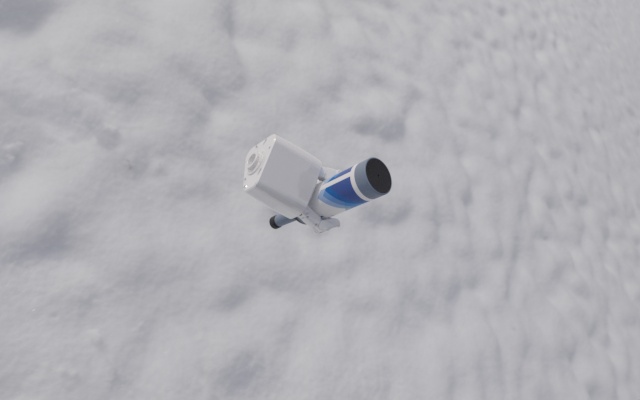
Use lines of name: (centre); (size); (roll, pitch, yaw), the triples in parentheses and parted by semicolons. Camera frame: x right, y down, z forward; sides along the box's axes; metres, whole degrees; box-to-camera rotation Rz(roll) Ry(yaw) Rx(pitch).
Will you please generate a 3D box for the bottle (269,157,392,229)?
bottle: (0.000, 0.003, 0.890); (0.069, 0.069, 0.296); (0, -17, -43)
